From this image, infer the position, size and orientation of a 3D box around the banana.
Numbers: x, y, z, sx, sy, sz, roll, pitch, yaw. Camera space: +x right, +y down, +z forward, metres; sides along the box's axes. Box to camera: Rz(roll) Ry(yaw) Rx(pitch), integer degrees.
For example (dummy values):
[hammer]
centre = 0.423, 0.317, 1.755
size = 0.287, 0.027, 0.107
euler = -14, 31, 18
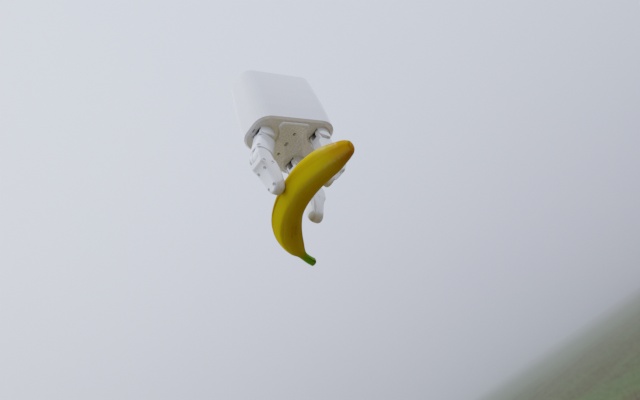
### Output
[banana]
centre = -0.019, 0.002, 0.556
size = 0.069, 0.037, 0.198
euler = 6, -46, -12
